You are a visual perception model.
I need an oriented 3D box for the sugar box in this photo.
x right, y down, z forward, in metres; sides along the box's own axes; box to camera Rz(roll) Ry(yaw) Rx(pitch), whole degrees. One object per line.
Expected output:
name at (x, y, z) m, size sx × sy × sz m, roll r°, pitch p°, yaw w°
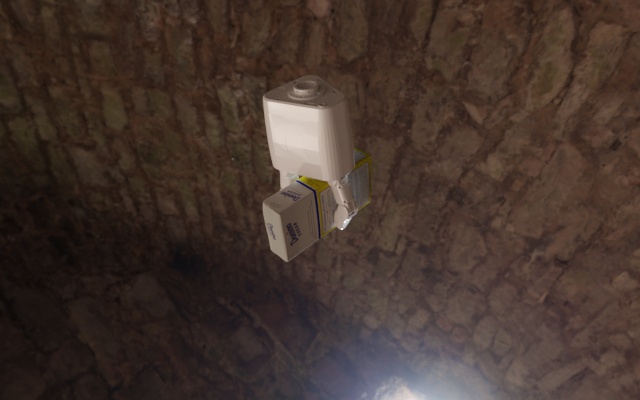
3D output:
sugar box at (0.000, 0.002, 0.689) m, size 0.176 × 0.093 × 0.048 m, roll -31°, pitch 45°, yaw -29°
